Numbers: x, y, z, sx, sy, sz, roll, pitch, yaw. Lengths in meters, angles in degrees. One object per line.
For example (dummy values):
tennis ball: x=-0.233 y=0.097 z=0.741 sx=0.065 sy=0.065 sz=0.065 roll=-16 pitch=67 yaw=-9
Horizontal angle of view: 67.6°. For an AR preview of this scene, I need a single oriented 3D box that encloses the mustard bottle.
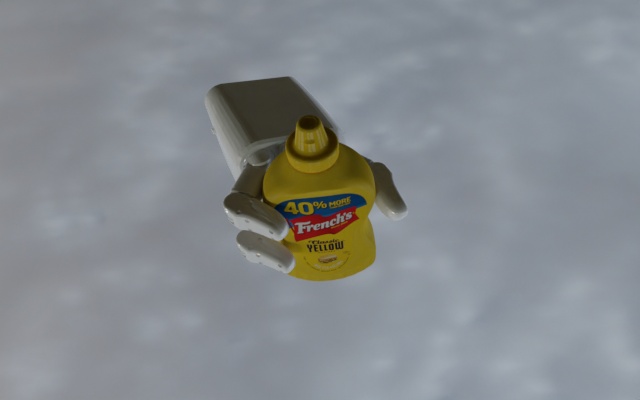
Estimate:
mustard bottle: x=0.000 y=0.002 z=0.420 sx=0.096 sy=0.058 sz=0.192 roll=-5 pitch=-38 yaw=2
